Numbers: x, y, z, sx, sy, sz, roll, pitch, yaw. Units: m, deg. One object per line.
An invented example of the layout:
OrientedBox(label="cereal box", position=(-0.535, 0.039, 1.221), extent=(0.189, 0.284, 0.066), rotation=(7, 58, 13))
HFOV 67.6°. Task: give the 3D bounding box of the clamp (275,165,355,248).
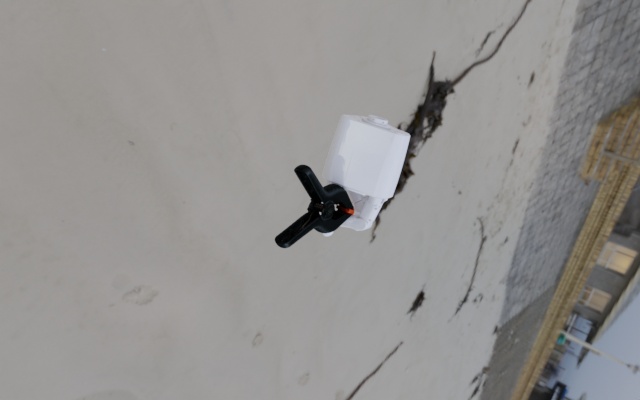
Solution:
OrientedBox(label="clamp", position=(0.001, 0.003, 0.719), extent=(0.039, 0.120, 0.171), rotation=(27, 21, 28))
